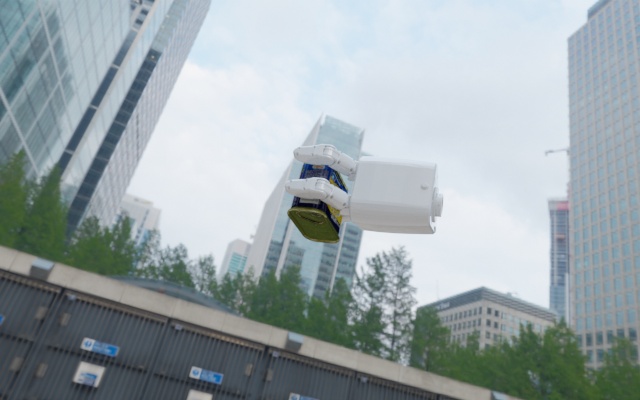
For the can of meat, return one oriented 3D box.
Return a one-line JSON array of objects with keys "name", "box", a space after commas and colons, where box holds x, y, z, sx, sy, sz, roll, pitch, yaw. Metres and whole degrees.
[{"name": "can of meat", "box": [0.000, 0.002, 0.688, 0.057, 0.084, 0.102, 3, -28, 21]}]
